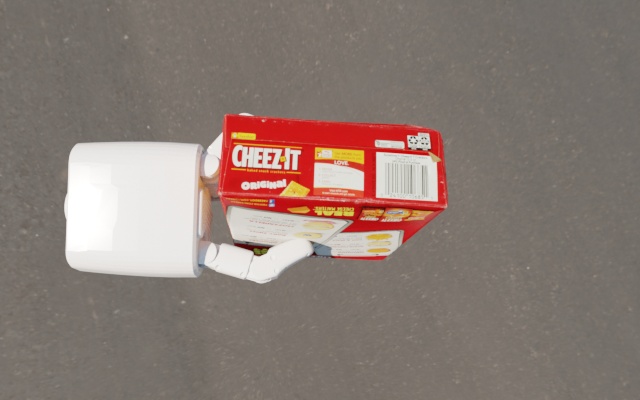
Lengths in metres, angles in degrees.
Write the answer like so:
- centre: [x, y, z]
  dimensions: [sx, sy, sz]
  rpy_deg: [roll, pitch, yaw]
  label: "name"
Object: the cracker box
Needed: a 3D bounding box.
- centre: [0.000, 0.002, 0.437]
  dimensions: [0.164, 0.072, 0.214]
  rpy_deg: [3, -17, -5]
  label: "cracker box"
